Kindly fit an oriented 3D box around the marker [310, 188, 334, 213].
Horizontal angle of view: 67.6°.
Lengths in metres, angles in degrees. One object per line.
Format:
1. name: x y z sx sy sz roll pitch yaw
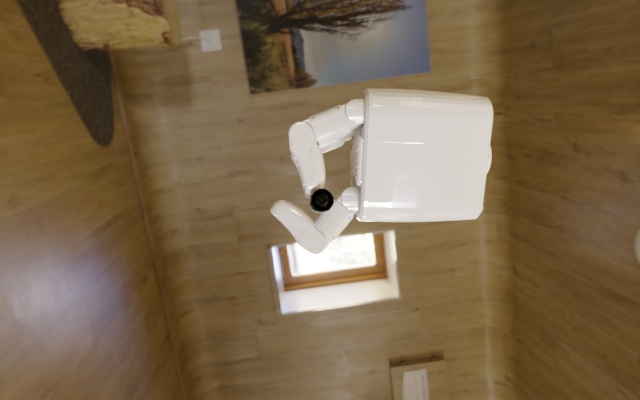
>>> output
1. marker: 0.000 0.001 0.437 0.020 0.020 0.121 0 -2 -2
